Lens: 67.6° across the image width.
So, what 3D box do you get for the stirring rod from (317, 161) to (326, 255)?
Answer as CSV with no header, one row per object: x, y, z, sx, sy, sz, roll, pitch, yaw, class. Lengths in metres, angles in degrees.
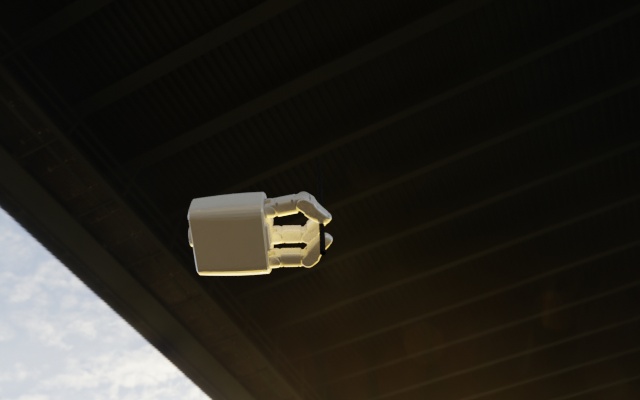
0.000,0.002,0.737,0.011,0.011,0.239,0,35,-2,stirring rod
